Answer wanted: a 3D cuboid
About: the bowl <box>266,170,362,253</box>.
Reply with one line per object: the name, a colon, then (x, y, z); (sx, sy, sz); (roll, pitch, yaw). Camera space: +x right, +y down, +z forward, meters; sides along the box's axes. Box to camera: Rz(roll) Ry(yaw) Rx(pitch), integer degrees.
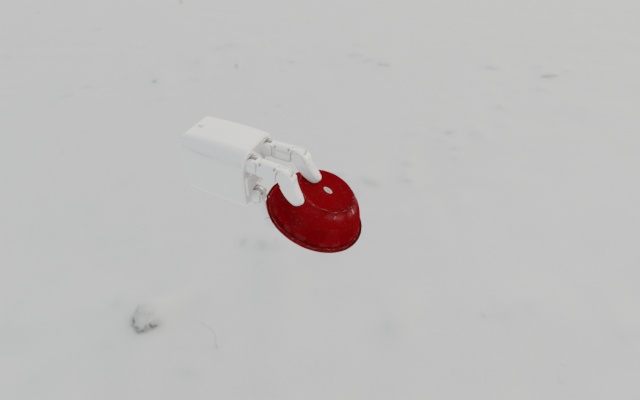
bowl: (0.002, 0.003, 0.743); (0.162, 0.162, 0.055); (0, -43, -29)
